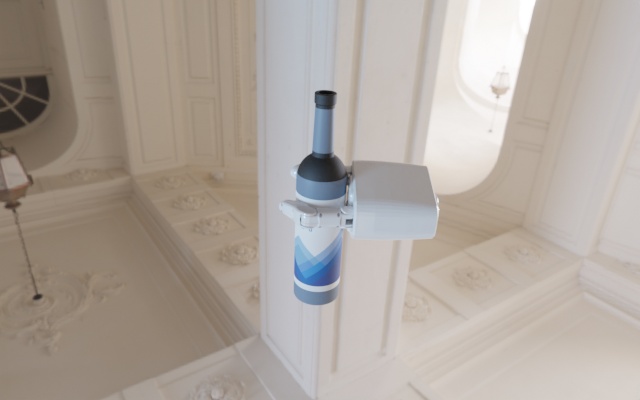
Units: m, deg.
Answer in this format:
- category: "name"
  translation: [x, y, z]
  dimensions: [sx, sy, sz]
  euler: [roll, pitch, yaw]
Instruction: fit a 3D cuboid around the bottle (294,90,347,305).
- category: "bottle"
  translation: [0.000, 0.002, 0.639]
  dimensions: [0.069, 0.296, 0.069]
  euler: [2, 26, -1]
